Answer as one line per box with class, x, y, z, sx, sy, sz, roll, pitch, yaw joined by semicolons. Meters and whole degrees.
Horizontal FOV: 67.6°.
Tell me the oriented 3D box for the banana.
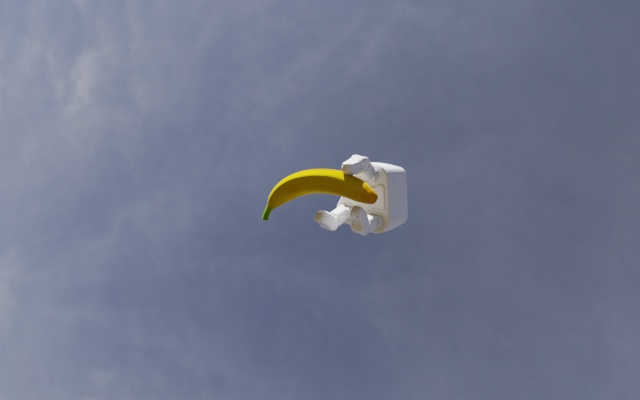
banana;-0.005;-0.016;0.736;0.198;0.069;0.037;-10;-5;28
